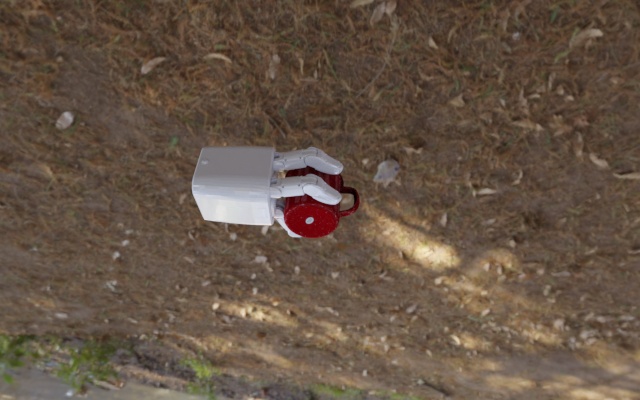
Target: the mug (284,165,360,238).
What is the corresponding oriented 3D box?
[{"bbox_3d":[0.002,0.003,0.715,0.117,0.081,0.093,1,-43,2],"label":"mug"}]
